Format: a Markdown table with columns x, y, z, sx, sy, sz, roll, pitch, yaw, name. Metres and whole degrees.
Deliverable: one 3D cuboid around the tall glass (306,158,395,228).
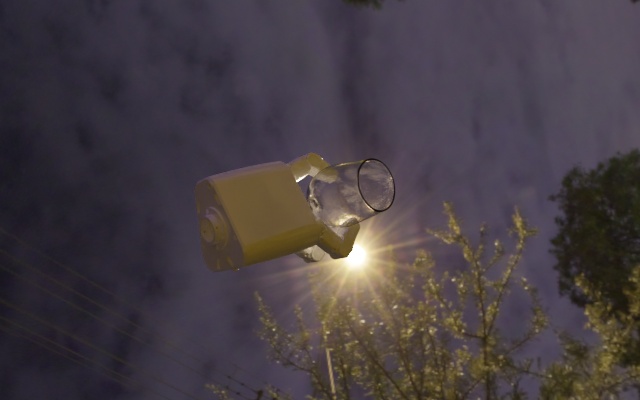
| x | y | z | sx | sy | sz | roll | pitch | yaw | name |
| --- | --- | --- | --- | --- | --- | --- | --- | --- | --- |
| 0.000 | 0.002 | 0.609 | 0.079 | 0.079 | 0.201 | 0 | -12 | -41 | tall glass |
